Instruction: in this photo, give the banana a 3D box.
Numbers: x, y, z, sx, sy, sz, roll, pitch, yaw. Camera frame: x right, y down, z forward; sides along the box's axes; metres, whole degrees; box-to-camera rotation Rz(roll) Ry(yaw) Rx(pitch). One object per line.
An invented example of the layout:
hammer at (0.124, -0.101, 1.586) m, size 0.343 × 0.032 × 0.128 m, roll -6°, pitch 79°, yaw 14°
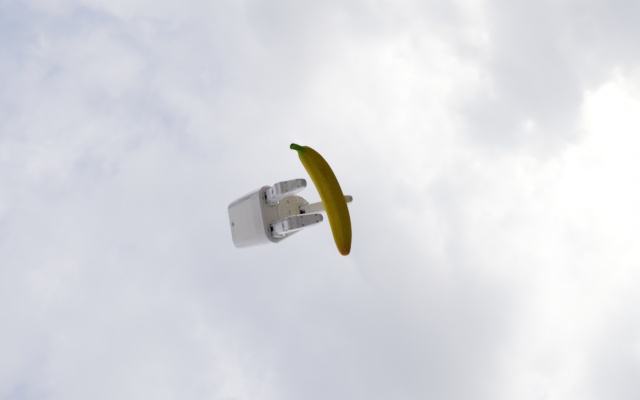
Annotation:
banana at (0.008, -0.009, 0.760) m, size 0.037 × 0.198 × 0.069 m, roll -18°, pitch 15°, yaw 41°
